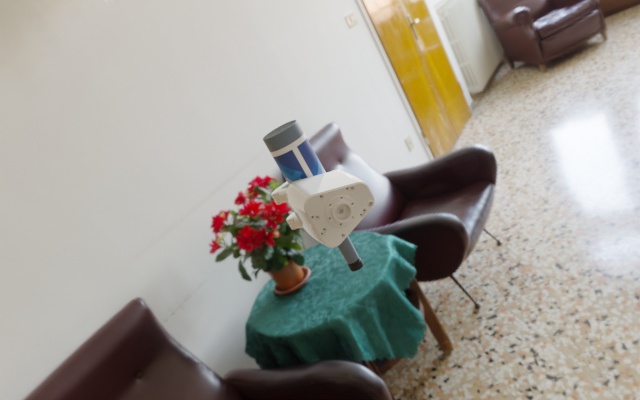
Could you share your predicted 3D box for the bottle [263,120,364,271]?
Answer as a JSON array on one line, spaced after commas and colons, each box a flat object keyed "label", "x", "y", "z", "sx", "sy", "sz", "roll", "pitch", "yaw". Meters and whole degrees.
[{"label": "bottle", "x": 0.000, "y": 0.003, "z": 0.846, "sx": 0.069, "sy": 0.296, "sz": 0.069, "roll": -26, "pitch": 19, "yaw": 10}]
